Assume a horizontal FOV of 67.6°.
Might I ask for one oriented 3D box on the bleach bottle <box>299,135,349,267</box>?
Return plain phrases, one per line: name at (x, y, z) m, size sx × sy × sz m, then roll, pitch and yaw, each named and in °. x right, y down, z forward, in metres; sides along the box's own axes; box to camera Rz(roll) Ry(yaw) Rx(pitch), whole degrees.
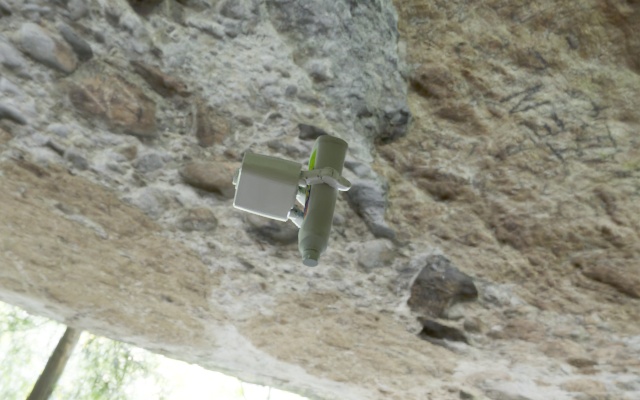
bleach bottle at (0.000, 0.003, 0.886) m, size 0.068 × 0.250 × 0.103 m, roll 15°, pitch -37°, yaw -8°
